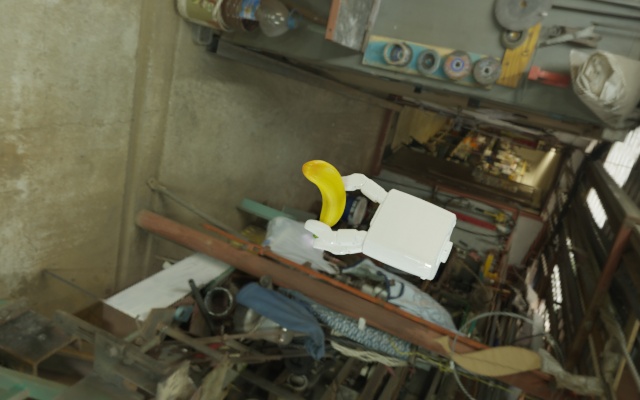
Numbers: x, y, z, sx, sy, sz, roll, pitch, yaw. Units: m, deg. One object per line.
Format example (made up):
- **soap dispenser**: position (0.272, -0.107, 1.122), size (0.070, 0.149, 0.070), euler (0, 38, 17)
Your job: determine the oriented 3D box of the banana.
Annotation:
- **banana**: position (0.010, -0.009, 0.738), size (0.037, 0.069, 0.198), euler (25, -28, 22)
